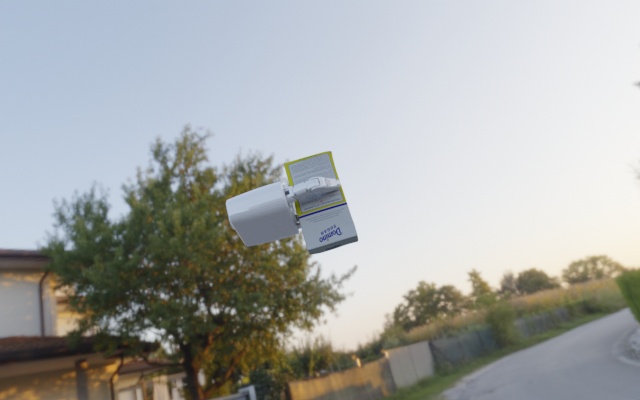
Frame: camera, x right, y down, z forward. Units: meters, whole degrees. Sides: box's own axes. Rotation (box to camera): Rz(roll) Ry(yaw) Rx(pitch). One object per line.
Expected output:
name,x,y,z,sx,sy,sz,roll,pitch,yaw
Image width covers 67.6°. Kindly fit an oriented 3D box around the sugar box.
sugar box,0.000,0.003,0.868,0.093,0.176,0.048,-16,-20,1
